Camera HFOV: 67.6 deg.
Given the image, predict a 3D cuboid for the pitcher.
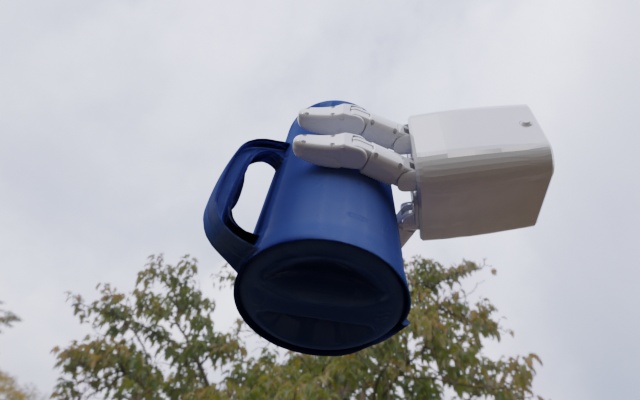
[{"bbox_3d":[0.000,0.001,0.441,0.145,0.149,0.242,-7,38,10],"label":"pitcher"}]
